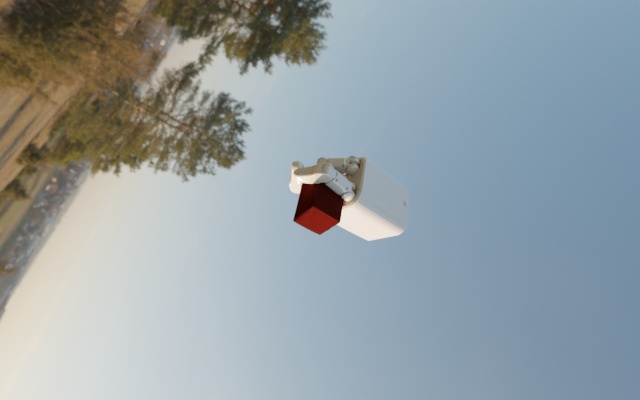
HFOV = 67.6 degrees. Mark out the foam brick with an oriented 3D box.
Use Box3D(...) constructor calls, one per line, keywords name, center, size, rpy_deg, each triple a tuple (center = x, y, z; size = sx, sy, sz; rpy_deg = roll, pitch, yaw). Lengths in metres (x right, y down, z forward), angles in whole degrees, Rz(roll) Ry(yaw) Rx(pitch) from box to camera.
Box3D(name="foam brick", center=(0.000, 0.003, 0.719), size=(0.051, 0.078, 0.053), rpy_deg=(32, -43, -24))
